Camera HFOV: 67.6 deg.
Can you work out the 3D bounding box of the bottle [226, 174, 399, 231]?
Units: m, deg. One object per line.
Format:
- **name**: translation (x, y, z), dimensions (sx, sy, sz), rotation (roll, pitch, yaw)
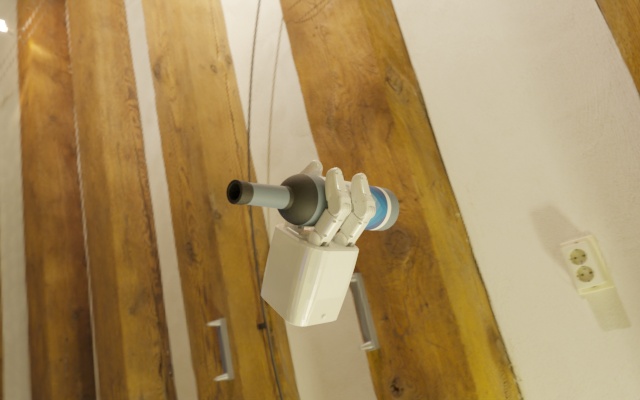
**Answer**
- **bottle**: translation (0.000, 0.002, 0.630), dimensions (0.069, 0.069, 0.296), rotation (0, -5, 40)
